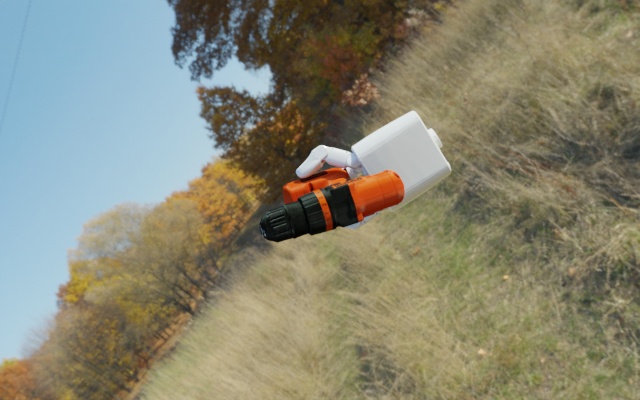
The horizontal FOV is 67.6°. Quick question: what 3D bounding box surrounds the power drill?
[{"bbox_3d":[0.000,0.002,0.646,0.184,0.057,0.187,-16,11,-11],"label":"power drill"}]
